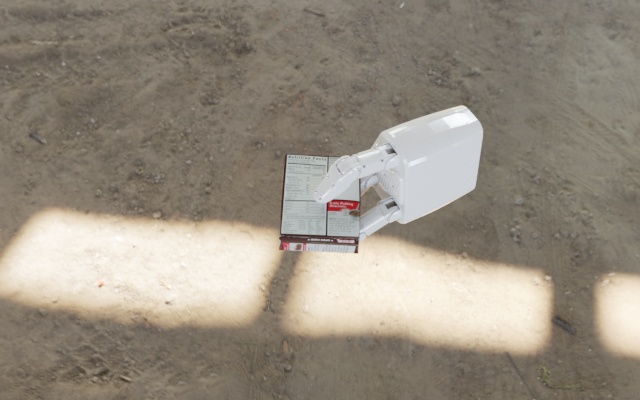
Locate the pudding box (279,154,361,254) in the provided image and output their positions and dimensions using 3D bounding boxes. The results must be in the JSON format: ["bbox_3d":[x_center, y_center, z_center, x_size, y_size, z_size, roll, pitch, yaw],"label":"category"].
[{"bbox_3d":[0.000,0.002,0.543,0.090,0.113,0.039,2,-33,-1],"label":"pudding box"}]
